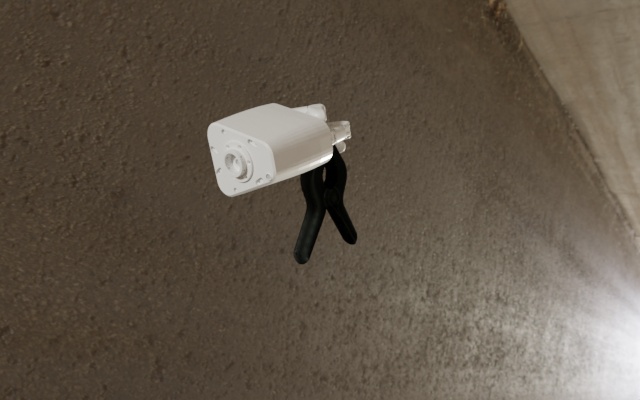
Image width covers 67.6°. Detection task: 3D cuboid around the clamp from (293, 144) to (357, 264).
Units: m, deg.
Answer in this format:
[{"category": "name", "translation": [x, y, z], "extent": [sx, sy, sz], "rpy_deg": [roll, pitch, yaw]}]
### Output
[{"category": "clamp", "translation": [0.001, 0.002, 0.653], "extent": [0.039, 0.171, 0.120], "rpy_deg": [3, 22, 38]}]
